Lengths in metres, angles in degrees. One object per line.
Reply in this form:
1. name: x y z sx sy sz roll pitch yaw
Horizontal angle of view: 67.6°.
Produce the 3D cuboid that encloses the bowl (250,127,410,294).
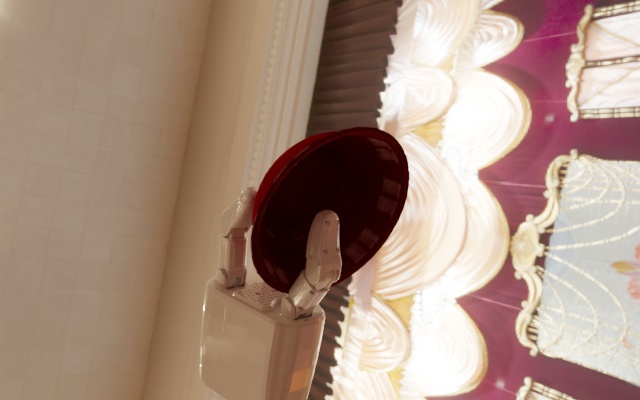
1. bowl: 0.000 0.000 0.417 0.162 0.162 0.055 0 29 -40
